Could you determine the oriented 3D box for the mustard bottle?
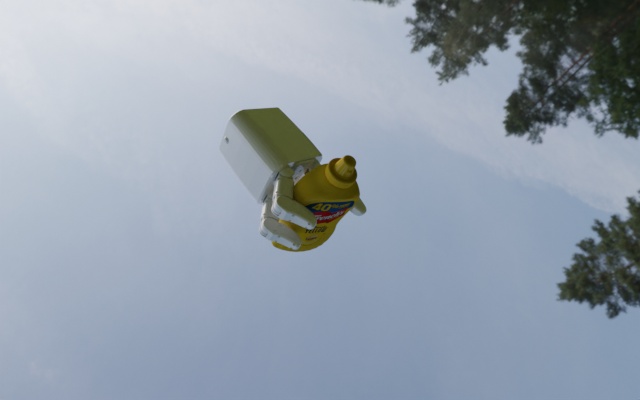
[{"bbox_3d":[0.000,0.003,0.657,0.096,0.058,0.192,-1,-33,-28],"label":"mustard bottle"}]
